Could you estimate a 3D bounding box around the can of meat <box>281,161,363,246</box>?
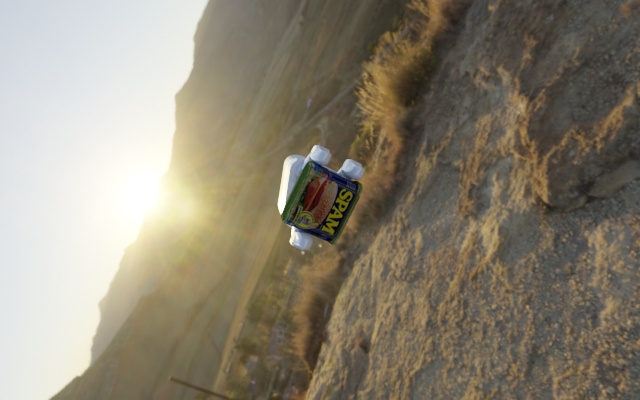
[{"bbox_3d":[0.000,0.002,0.698,0.084,0.102,0.057,25,8,-15],"label":"can of meat"}]
